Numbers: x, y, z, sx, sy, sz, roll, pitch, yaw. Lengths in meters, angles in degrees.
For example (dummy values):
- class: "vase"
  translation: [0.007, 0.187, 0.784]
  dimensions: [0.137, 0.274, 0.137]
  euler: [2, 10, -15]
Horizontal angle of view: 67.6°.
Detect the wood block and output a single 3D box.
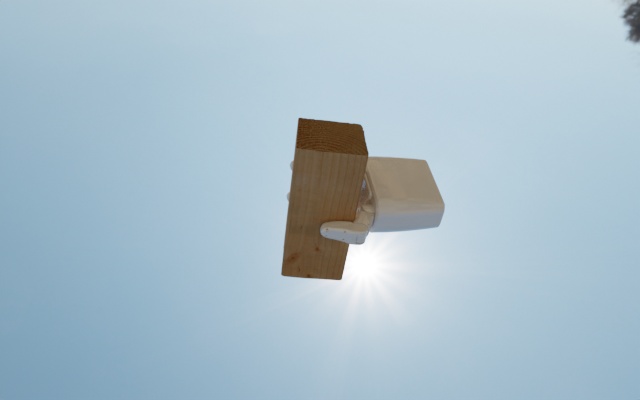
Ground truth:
- class: "wood block"
  translation: [0.000, 0.002, 0.659]
  dimensions: [0.090, 0.206, 0.090]
  euler: [5, 33, -5]
